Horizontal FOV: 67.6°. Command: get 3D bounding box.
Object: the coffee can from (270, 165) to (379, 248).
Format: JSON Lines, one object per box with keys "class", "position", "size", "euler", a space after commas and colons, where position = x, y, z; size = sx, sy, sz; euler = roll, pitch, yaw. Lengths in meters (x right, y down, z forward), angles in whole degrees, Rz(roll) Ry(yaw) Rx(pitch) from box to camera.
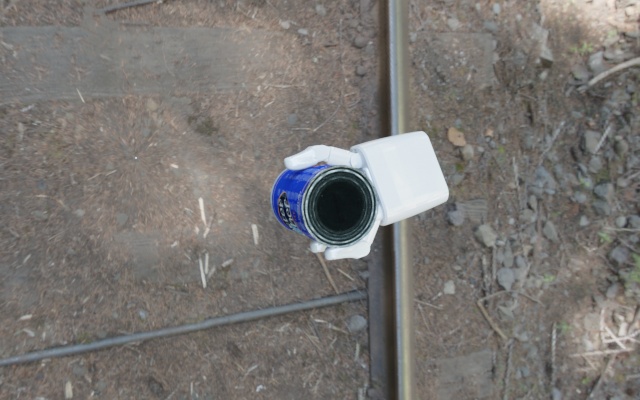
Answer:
{"class": "coffee can", "position": [0.000, 0.002, 0.642], "size": [0.103, 0.103, 0.140], "euler": [0, 5, -21]}
